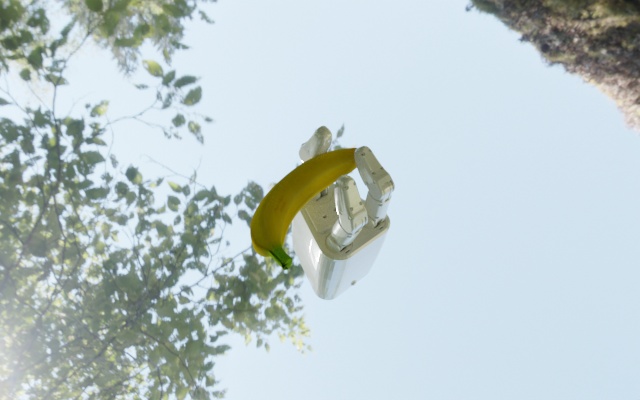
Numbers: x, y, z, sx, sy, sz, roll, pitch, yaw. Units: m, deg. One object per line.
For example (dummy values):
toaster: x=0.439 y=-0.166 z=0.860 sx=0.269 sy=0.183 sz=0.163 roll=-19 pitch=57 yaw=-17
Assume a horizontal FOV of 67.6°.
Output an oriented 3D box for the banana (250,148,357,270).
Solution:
banana: x=-0.018 y=-0.002 z=0.488 sx=0.069 sy=0.037 sz=0.197 roll=19 pitch=44 yaw=16
